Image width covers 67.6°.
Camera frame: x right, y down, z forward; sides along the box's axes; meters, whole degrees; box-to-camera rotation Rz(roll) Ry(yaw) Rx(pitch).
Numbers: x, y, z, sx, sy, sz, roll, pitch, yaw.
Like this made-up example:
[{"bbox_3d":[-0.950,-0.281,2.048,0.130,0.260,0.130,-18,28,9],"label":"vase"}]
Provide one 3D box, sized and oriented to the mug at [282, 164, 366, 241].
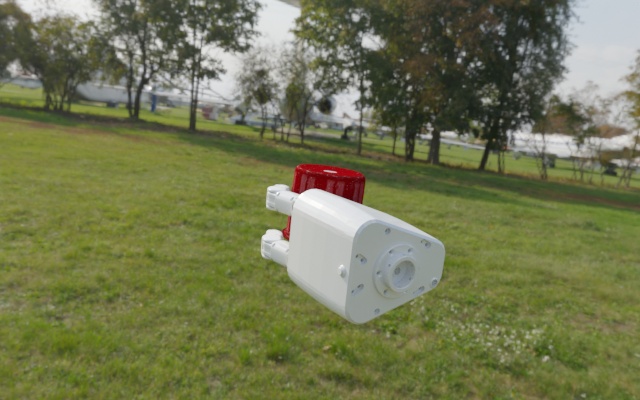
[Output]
[{"bbox_3d":[-0.001,0.001,0.558,0.093,0.081,0.117,1,13,-32],"label":"mug"}]
